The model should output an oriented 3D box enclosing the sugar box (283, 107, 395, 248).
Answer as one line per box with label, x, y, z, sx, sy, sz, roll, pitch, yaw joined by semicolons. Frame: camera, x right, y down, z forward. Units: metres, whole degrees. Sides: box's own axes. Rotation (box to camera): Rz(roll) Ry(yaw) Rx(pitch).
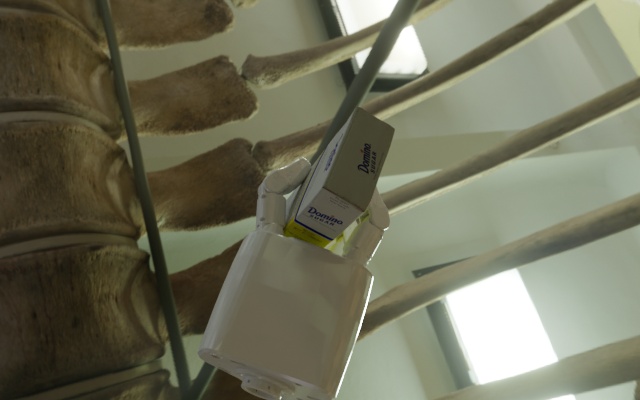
sugar box;0.000;0.002;0.447;0.048;0.093;0.176;30;-33;-11
